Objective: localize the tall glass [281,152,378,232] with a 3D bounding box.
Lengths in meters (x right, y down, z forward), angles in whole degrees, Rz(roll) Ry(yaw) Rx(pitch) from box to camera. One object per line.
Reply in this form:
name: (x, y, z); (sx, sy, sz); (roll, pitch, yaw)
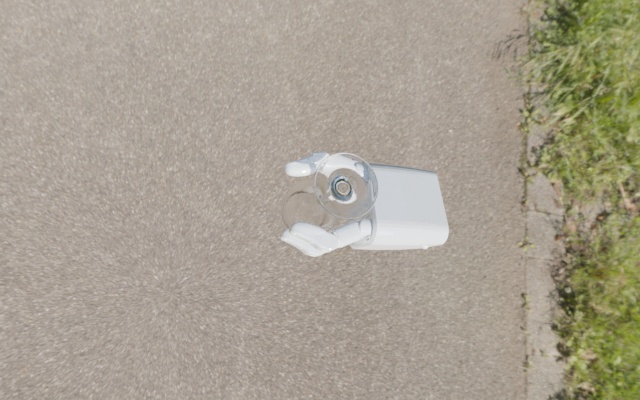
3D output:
tall glass: (0.000, 0.002, 0.609); (0.079, 0.079, 0.201); (0, -11, -17)
